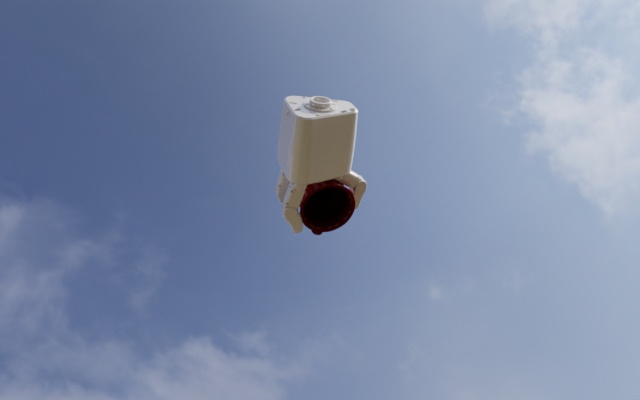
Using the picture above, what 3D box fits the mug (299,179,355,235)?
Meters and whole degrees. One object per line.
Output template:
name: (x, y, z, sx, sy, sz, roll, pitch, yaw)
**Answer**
mug: (0.000, 0.004, 0.806, 0.093, 0.117, 0.081, -2, 33, -17)
